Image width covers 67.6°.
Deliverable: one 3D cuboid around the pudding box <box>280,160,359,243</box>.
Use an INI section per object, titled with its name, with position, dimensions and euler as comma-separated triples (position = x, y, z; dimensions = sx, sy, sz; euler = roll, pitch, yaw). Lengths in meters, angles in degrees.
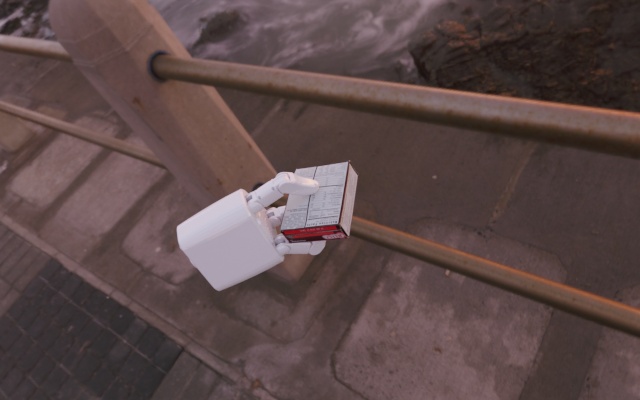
[pudding box]
position = 0.000, 0.002, 0.661
dimensions = 0.090, 0.113, 0.039
euler = -6, -37, 24
